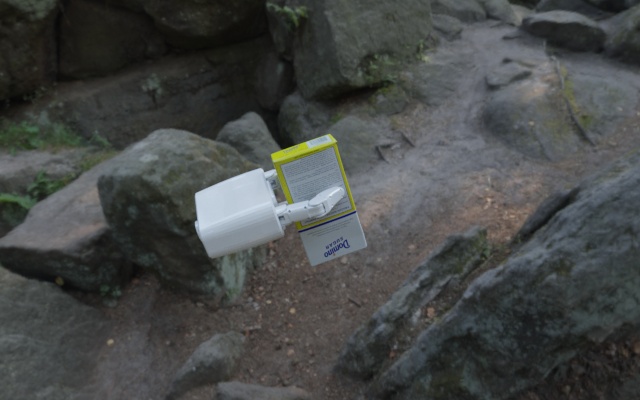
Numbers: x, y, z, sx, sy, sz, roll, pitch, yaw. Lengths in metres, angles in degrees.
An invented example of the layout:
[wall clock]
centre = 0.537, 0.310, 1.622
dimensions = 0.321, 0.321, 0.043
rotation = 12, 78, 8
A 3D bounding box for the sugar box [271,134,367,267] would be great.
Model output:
[sugar box]
centre = 0.000, 0.002, 0.698
dimensions = 0.093, 0.176, 0.048
rotation = -19, 26, -3
